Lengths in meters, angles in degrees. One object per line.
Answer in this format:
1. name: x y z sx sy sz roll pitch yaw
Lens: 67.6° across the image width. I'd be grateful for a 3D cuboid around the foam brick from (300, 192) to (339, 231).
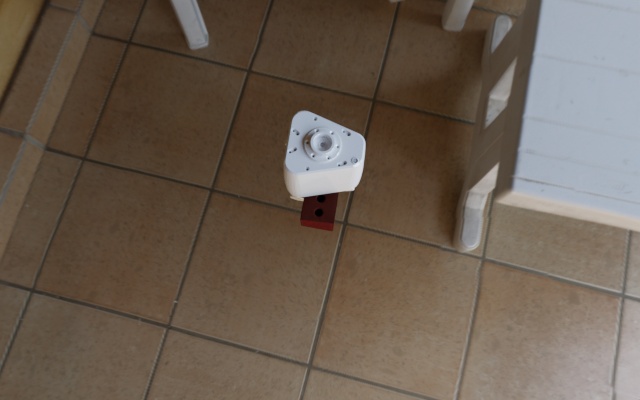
1. foam brick: 0.000 0.003 0.745 0.053 0.078 0.051 8 -13 1
